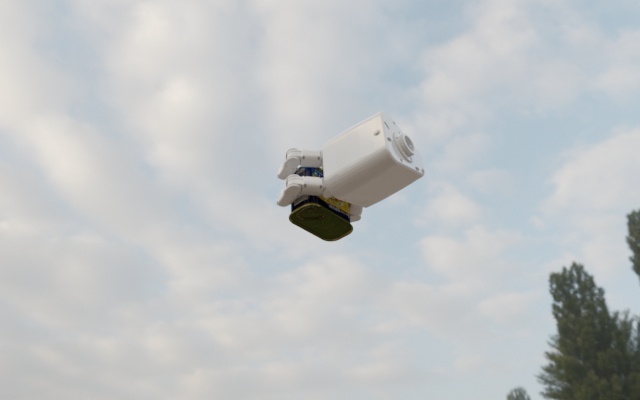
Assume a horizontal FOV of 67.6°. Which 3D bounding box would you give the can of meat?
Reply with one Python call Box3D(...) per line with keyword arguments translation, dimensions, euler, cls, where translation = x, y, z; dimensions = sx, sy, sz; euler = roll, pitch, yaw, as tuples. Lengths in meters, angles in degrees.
Box3D(translation=(0.000, 0.002, 0.728), dimensions=(0.057, 0.084, 0.102), euler=(-31, -45, 32), cls="can of meat")
